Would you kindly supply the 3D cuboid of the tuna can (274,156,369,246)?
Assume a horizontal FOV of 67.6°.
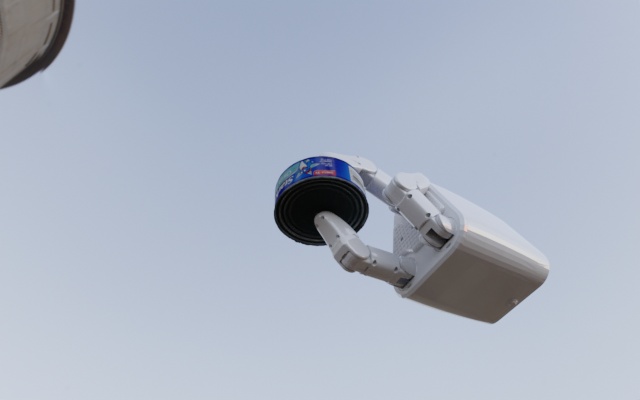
[{"bbox_3d":[0.000,0.001,0.440,0.086,0.086,0.033,0,42,-5],"label":"tuna can"}]
